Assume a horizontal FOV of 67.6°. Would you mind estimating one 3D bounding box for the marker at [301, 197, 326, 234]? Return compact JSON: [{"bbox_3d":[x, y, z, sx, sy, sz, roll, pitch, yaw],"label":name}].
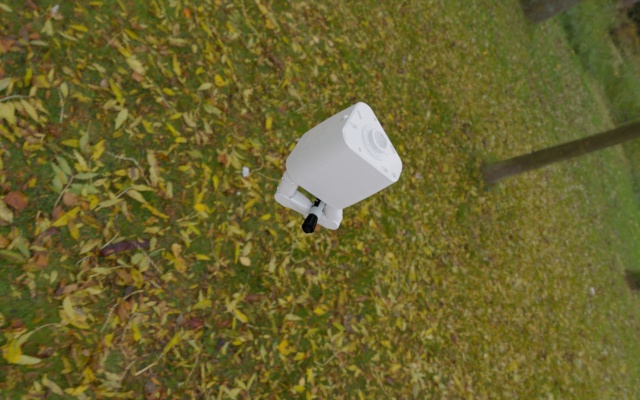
[{"bbox_3d":[0.000,0.002,0.682,0.020,0.020,0.121,0,41,25],"label":"marker"}]
